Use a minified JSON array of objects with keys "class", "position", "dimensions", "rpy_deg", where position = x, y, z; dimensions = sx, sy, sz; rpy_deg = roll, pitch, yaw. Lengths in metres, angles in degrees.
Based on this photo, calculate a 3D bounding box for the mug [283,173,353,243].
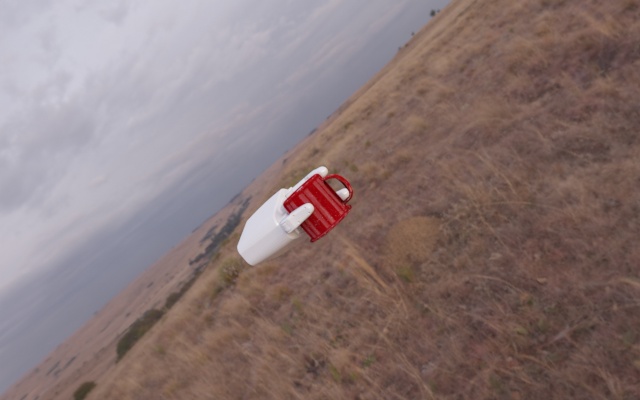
[{"class":"mug","position":[0.001,0.002,0.790],"dimensions":[0.117,0.081,0.093],"rpy_deg":[-39,6,25]}]
